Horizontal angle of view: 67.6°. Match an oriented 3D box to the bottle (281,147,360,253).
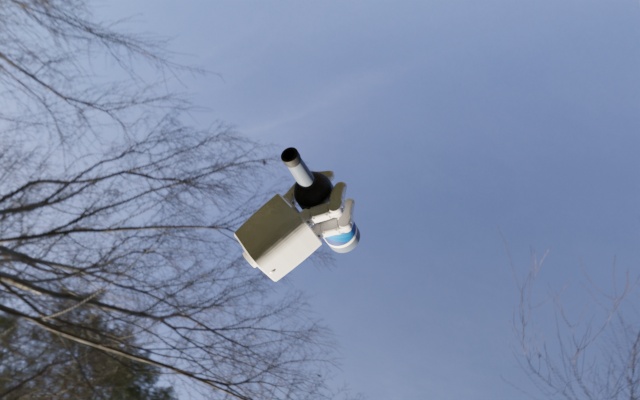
[{"bbox_3d":[0.000,0.003,0.825,0.069,0.069,0.296,0,-29,21],"label":"bottle"}]
